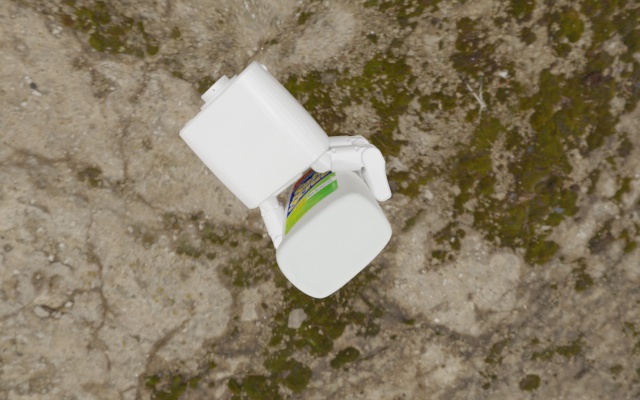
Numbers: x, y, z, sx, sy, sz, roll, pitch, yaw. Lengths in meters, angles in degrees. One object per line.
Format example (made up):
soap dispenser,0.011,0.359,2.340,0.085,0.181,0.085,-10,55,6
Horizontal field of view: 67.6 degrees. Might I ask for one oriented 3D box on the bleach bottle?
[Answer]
bleach bottle,0.000,0.002,0.520,0.102,0.068,0.250,-41,17,7
